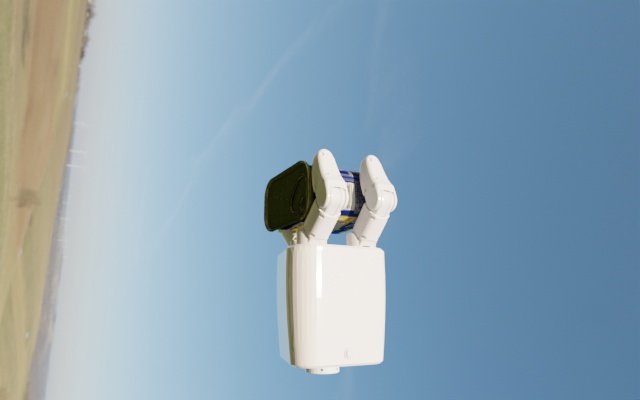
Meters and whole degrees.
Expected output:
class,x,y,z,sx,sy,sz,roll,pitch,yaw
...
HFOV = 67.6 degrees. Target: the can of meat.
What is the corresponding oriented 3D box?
class,x,y,z,sx,sy,sz,roll,pitch,yaw
can of meat,0.000,0.002,0.491,0.084,0.057,0.102,7,-16,-28
